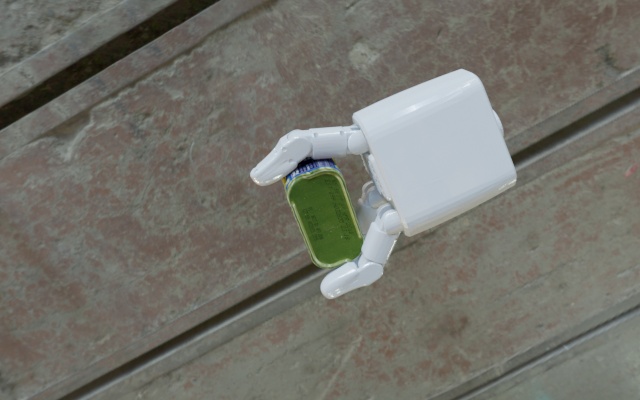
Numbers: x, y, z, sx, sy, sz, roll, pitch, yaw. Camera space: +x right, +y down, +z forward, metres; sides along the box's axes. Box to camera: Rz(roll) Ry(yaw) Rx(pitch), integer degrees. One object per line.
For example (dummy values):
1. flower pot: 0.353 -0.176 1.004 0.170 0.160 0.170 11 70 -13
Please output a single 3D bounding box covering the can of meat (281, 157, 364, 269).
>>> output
1. can of meat: 0.000 0.002 0.448 0.057 0.102 0.084 -21 26 0
